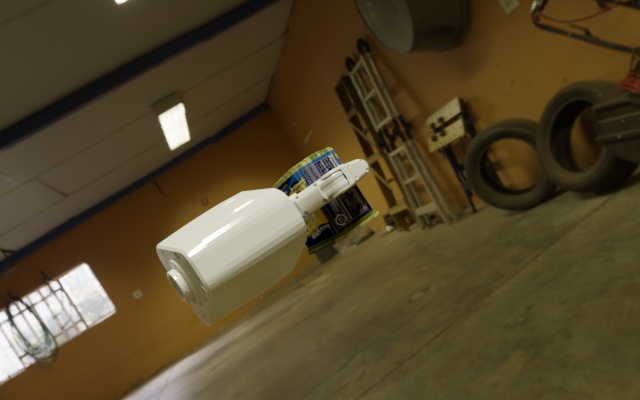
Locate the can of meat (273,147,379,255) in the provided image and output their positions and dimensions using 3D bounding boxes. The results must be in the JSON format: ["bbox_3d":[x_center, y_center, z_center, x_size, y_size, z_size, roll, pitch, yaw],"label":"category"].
[{"bbox_3d":[0.000,0.001,0.494,0.057,0.084,0.102,-33,-1,-28],"label":"can of meat"}]
